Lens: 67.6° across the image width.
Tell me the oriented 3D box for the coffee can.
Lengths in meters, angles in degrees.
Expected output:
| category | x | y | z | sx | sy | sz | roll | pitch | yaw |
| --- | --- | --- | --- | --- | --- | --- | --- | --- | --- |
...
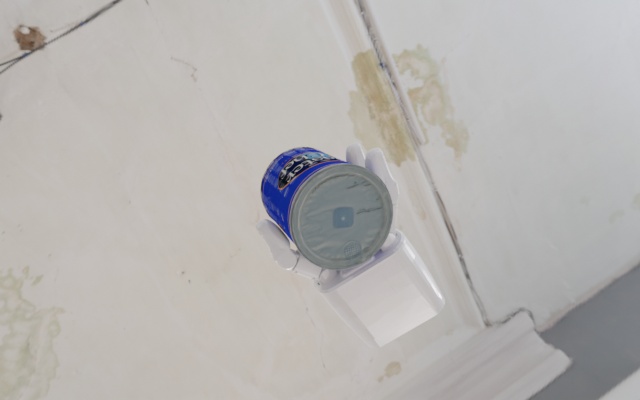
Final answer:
| category | x | y | z | sx | sy | sz | roll | pitch | yaw |
| --- | --- | --- | --- | --- | --- | --- | --- | --- | --- |
| coffee can | 0.000 | 0.002 | 0.508 | 0.103 | 0.103 | 0.140 | 0 | 13 | -19 |
